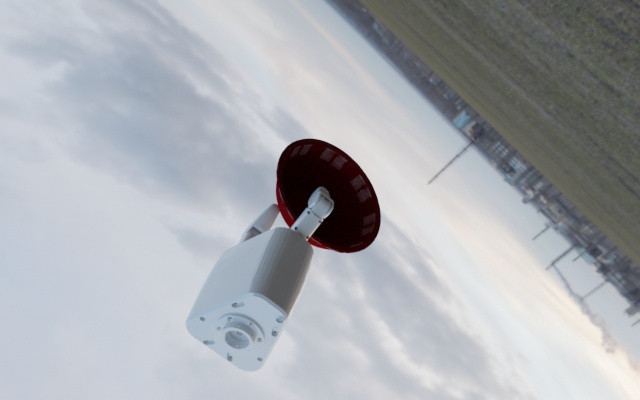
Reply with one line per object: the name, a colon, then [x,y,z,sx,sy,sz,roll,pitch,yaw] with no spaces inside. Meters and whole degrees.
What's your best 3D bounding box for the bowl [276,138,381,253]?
bowl: [0.001,0.002,0.615,0.162,0.162,0.055,0,-27,-40]
